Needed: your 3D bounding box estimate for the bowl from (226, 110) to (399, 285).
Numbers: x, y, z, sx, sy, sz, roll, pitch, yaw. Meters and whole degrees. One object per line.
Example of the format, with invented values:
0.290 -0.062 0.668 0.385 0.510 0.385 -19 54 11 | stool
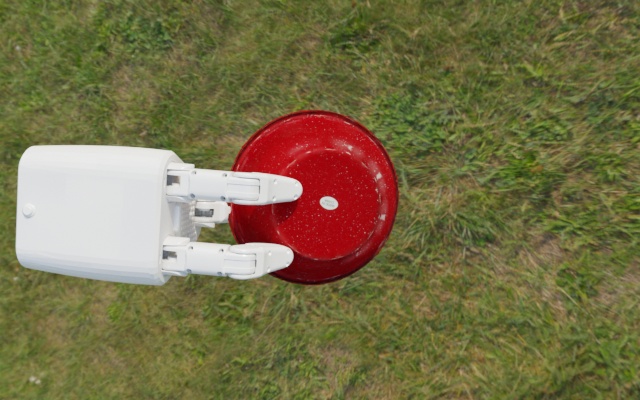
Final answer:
0.001 0.001 0.413 0.162 0.162 0.055 0 6 -12 | bowl
